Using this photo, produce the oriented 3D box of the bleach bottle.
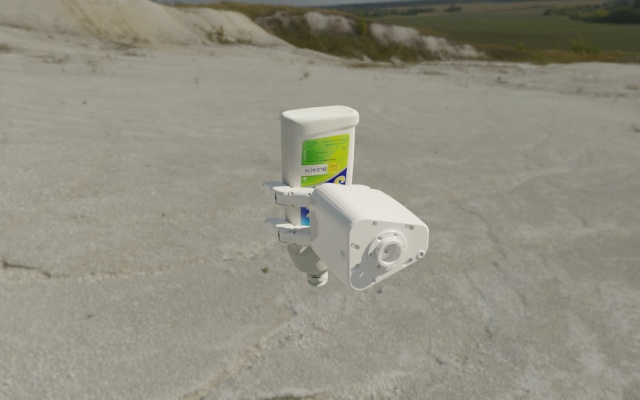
[{"bbox_3d":[0.000,0.002,0.660,0.102,0.251,0.068,-9,24,-18],"label":"bleach bottle"}]
